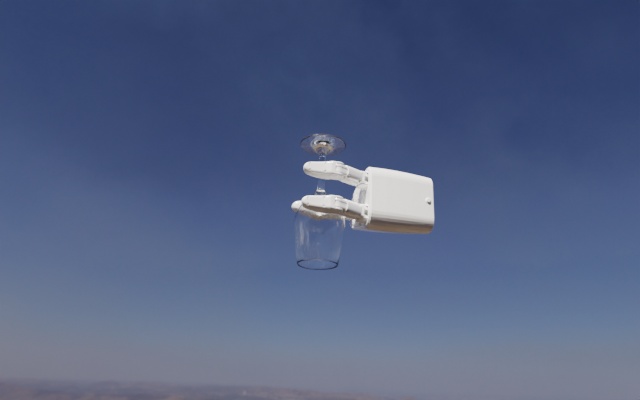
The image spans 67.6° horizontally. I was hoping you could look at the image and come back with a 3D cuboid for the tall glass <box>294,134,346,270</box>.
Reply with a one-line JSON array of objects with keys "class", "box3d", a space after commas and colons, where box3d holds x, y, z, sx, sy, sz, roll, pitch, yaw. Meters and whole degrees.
[{"class": "tall glass", "box3d": [0.000, 0.002, 0.739, 0.079, 0.201, 0.079, 3, -21, 1]}]
